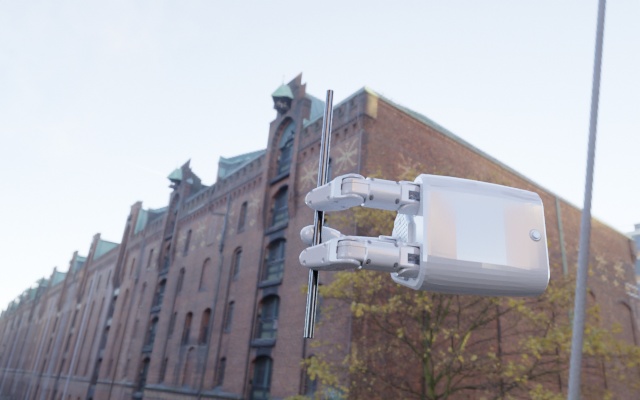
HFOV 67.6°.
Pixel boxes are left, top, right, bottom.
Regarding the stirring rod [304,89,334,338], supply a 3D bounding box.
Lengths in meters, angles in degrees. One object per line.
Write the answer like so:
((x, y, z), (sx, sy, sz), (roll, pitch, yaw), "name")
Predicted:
((0.000, 0.002, 0.436), (0.011, 0.239, 0.011), (4, -22, 2), "stirring rod")
